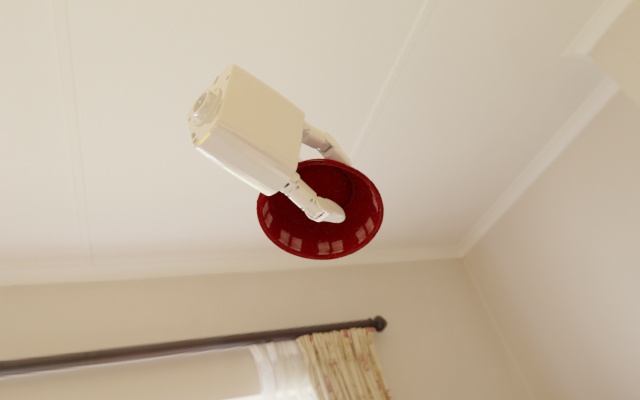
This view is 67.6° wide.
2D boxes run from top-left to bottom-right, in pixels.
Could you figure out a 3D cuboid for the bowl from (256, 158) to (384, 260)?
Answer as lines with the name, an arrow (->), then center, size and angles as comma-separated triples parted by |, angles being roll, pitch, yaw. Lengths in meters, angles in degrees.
bowl -> 0.001, 0.003, 0.624 | 0.162, 0.162, 0.055 | 0, 37, 2
